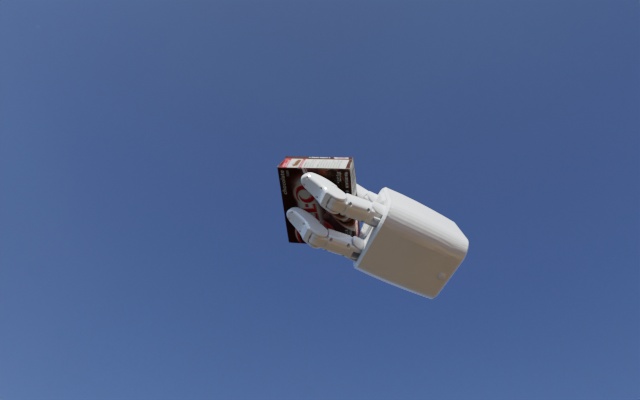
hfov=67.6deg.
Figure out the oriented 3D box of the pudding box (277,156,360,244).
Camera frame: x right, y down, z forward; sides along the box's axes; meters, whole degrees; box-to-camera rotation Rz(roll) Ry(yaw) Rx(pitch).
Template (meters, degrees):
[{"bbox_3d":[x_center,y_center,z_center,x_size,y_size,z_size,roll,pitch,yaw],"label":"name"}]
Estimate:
[{"bbox_3d":[0.000,0.002,0.594,0.090,0.113,0.039,2,28,15],"label":"pudding box"}]
